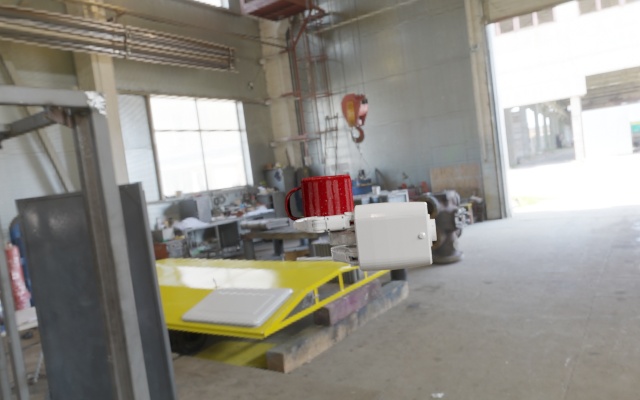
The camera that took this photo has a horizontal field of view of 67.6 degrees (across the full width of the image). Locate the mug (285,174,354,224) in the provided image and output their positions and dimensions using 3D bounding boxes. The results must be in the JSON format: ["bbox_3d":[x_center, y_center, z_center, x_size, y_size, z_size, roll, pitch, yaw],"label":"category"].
[{"bbox_3d":[-0.001,0.002,0.773,0.117,0.081,0.093,-5,4,9],"label":"mug"}]
